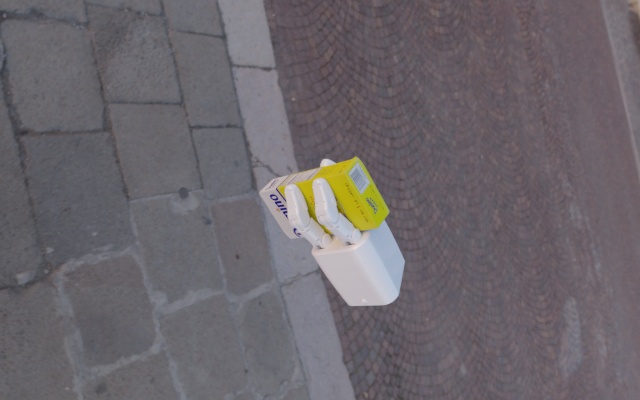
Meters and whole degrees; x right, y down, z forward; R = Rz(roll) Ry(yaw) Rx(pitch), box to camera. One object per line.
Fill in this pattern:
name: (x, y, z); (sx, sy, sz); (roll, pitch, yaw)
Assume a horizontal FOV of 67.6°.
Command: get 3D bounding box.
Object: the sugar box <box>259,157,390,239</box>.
sugar box: (0.000, 0.003, 0.676); (0.176, 0.093, 0.048); (-13, 26, 42)
